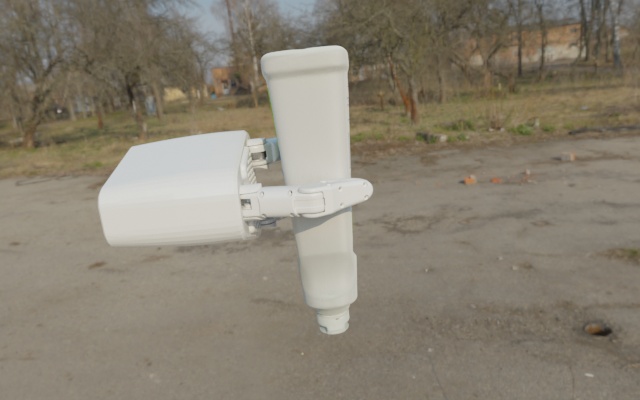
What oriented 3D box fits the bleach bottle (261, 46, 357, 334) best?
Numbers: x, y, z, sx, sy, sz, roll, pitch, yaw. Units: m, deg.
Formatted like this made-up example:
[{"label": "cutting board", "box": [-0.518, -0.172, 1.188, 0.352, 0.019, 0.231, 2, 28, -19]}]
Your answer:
[{"label": "bleach bottle", "box": [0.000, 0.001, 0.416, 0.068, 0.251, 0.102, -6, 14, 2]}]
